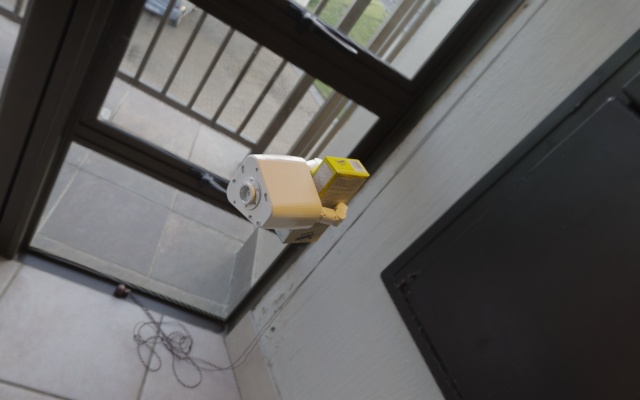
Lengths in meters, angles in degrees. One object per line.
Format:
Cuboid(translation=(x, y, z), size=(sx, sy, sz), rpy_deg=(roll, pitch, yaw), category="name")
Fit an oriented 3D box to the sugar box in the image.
Cuboid(translation=(0.000, 0.002, 0.840), size=(0.093, 0.048, 0.176), rpy_deg=(2, -43, -48), category="sugar box")
